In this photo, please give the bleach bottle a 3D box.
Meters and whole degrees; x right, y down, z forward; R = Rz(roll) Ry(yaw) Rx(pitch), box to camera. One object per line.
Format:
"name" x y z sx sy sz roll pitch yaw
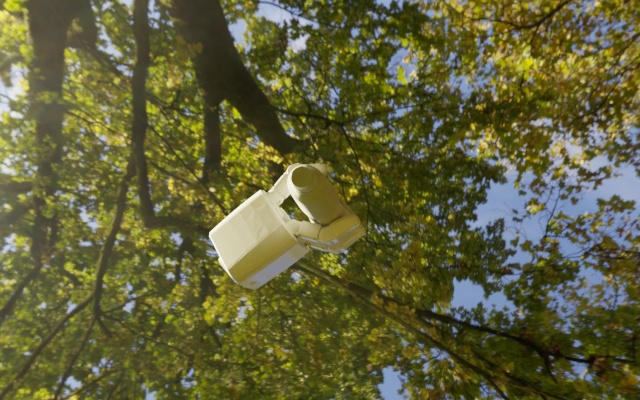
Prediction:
"bleach bottle" 0.000 0.002 0.714 0.068 0.102 0.251 -39 -23 -1
